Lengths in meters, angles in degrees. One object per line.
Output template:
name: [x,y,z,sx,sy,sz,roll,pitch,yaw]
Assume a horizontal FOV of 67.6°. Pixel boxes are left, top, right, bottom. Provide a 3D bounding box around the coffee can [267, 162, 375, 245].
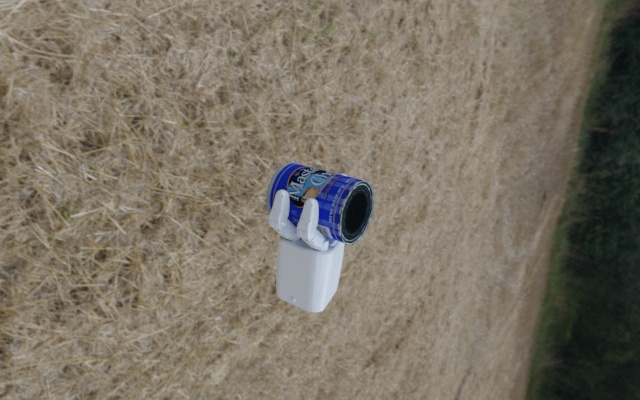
coffee can: [0.000,0.002,0.760,0.140,0.103,0.103,16,9,32]
